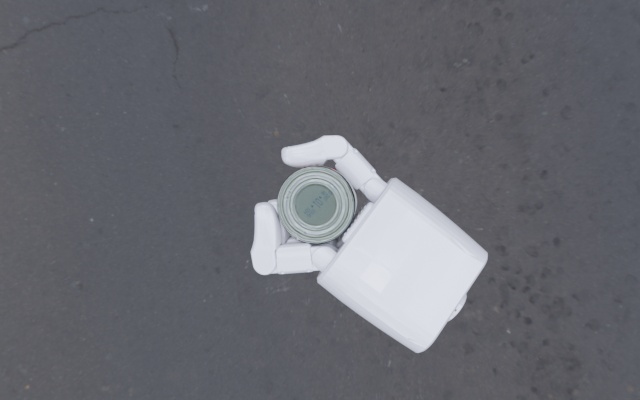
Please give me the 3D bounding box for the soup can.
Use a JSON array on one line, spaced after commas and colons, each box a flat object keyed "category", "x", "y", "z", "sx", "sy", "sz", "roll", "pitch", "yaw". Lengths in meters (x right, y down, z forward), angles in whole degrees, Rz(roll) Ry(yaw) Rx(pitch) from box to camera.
[{"category": "soup can", "x": 0.000, "y": 0.001, "z": 0.444, "sx": 0.068, "sy": 0.068, "sz": 0.102, "roll": 0, "pitch": 3, "yaw": 5}]
